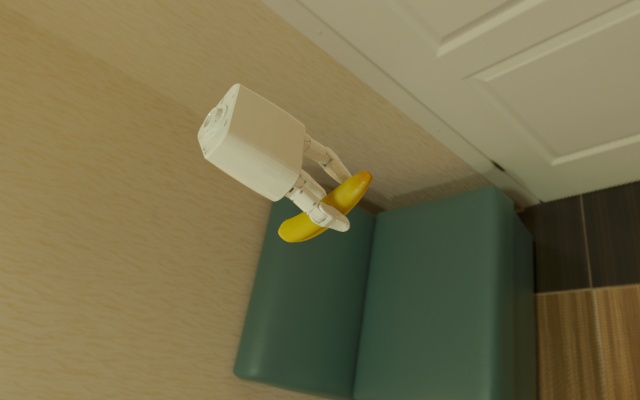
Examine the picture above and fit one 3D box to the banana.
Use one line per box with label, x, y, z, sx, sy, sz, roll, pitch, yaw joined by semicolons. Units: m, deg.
banana;-0.006;0.018;0.668;0.037;0.069;0.198;34;-39;-25
